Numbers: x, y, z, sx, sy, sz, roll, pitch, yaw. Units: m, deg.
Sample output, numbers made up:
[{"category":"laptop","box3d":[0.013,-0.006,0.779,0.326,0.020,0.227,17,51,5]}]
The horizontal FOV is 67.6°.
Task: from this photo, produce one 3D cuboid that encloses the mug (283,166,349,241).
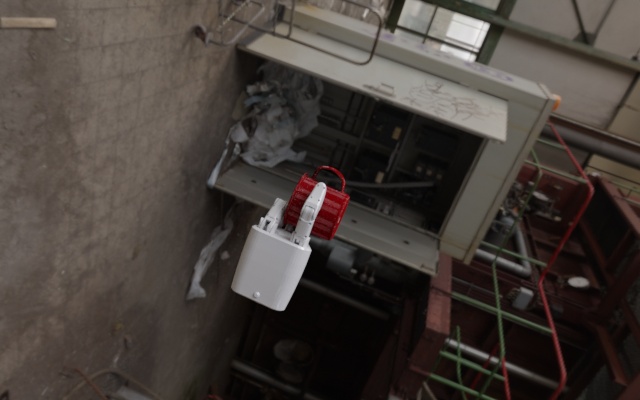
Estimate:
[{"category":"mug","box3d":[0.001,0.001,0.770,0.081,0.117,0.093,23,6,6]}]
